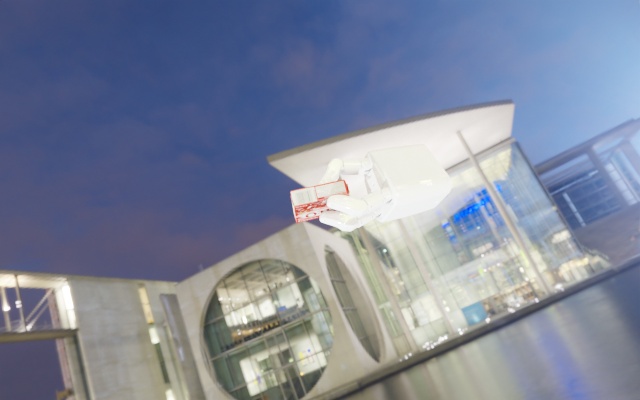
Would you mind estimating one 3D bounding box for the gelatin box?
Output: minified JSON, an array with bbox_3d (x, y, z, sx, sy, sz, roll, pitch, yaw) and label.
[{"bbox_3d":[0.000,0.002,0.756,0.089,0.030,0.073,-12,-22,-4],"label":"gelatin box"}]
